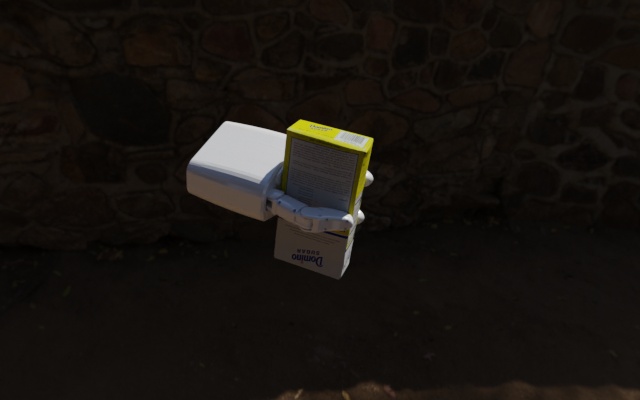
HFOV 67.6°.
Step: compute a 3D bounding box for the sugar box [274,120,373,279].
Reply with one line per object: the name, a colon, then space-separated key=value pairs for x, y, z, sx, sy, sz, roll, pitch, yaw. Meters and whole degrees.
sugar box: x=0.000 y=0.001 z=0.570 sx=0.093 sy=0.176 sz=0.048 roll=17 pitch=33 yaw=14
